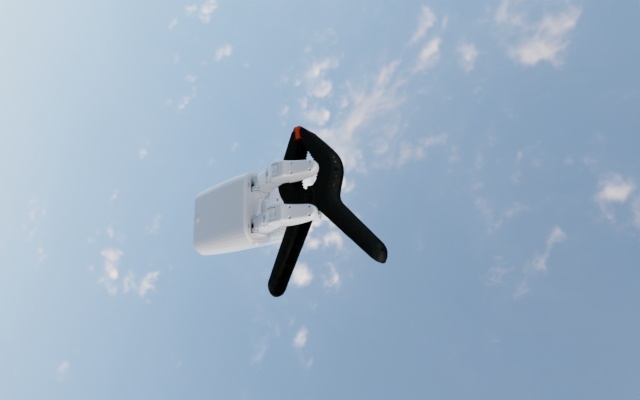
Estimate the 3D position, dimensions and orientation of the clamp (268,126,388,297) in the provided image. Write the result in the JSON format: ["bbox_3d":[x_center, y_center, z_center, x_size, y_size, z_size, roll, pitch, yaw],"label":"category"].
[{"bbox_3d":[0.000,0.002,0.576,0.164,0.210,0.036,-15,-22,33],"label":"clamp"}]
